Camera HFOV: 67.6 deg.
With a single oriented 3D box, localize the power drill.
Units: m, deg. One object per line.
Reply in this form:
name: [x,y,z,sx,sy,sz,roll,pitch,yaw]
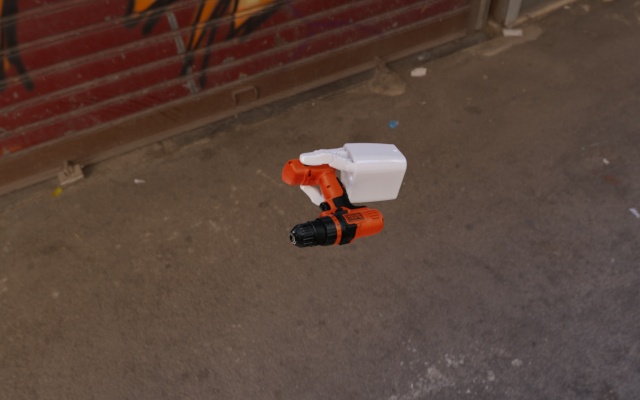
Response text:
power drill: [0.000,0.002,0.867,0.184,0.187,0.057,-7,-40,-31]
